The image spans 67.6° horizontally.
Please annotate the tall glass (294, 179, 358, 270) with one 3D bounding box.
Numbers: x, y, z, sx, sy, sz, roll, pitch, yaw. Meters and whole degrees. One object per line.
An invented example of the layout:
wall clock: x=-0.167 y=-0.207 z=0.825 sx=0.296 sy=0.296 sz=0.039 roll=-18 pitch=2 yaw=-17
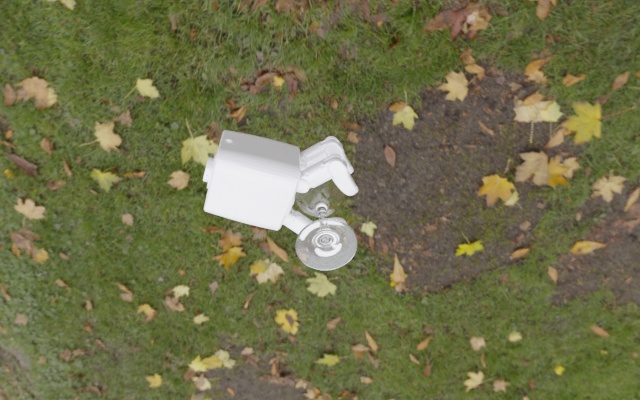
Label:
tall glass: x=0.000 y=0.003 z=0.646 sx=0.079 sy=0.079 sz=0.201 roll=0 pitch=31 yaw=-4
